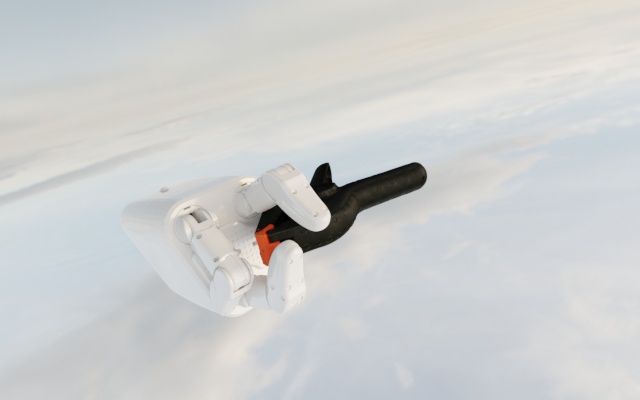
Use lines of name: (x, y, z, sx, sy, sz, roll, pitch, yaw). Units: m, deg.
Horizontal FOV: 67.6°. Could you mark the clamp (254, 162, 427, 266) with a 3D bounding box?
clamp: (0.000, 0.002, 0.418, 0.171, 0.039, 0.120, -26, 18, -38)
